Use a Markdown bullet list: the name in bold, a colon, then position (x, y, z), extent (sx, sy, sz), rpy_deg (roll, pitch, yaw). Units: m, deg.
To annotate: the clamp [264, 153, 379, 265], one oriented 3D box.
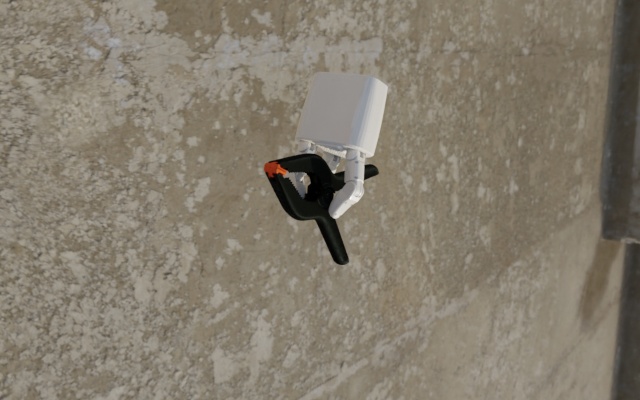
- **clamp**: position (0.000, 0.002, 0.682), extent (0.036, 0.164, 0.210), rpy_deg (9, -6, 44)
